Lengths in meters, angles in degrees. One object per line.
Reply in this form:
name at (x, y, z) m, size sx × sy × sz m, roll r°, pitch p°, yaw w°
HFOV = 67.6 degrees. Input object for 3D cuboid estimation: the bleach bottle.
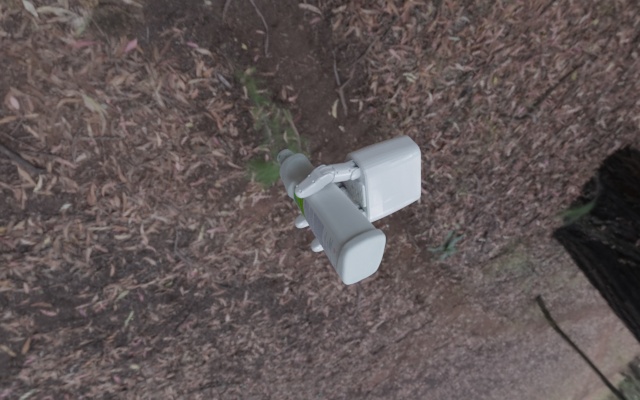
bleach bottle at (0.000, 0.002, 0.727) m, size 0.068 × 0.250 × 0.103 m, roll -22°, pitch -37°, yaw -20°
